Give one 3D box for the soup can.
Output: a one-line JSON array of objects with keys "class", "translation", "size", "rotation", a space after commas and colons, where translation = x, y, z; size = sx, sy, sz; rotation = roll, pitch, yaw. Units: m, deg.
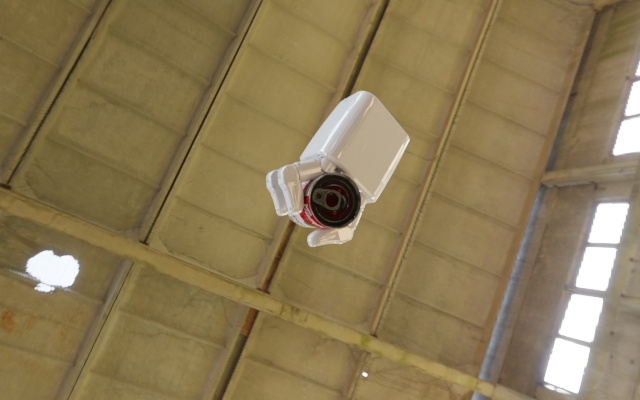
[{"class": "soup can", "translation": [0.000, 0.003, 0.620], "size": [0.068, 0.068, 0.102], "rotation": [0, -2, -22]}]
